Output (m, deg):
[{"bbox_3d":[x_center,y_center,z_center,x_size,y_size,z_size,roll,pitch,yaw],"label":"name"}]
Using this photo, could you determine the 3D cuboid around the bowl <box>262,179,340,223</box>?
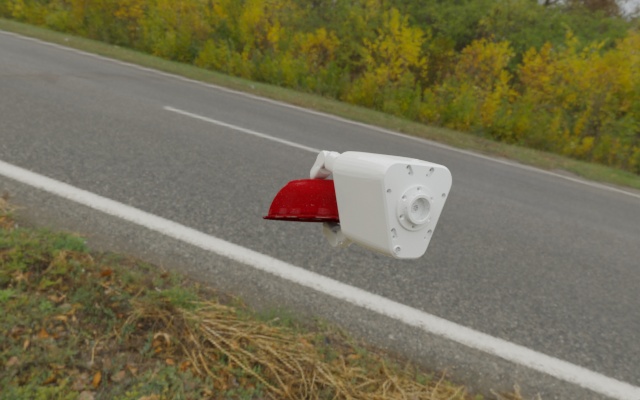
[{"bbox_3d":[-0.001,0.002,0.676,0.162,0.055,0.162,1,-5,0],"label":"bowl"}]
